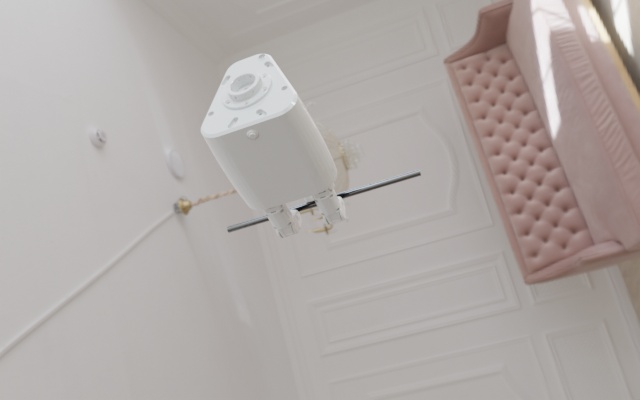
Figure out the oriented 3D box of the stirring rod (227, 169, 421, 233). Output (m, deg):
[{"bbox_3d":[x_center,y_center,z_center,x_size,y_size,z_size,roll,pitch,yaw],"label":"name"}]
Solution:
[{"bbox_3d":[0.000,0.002,0.565,0.239,0.011,0.011,-17,-3,10],"label":"stirring rod"}]
